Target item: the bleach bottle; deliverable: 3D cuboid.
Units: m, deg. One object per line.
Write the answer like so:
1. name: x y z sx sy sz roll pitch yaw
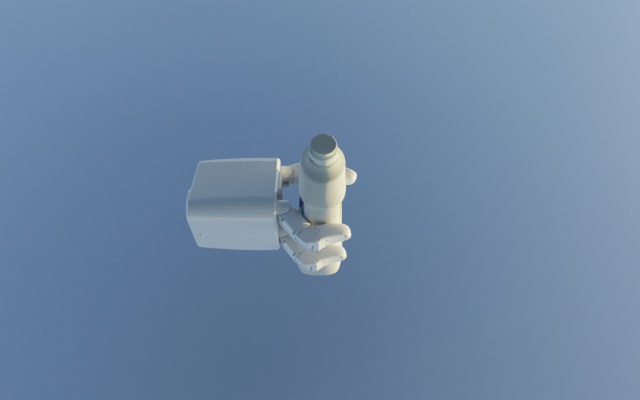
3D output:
1. bleach bottle: 0.000 0.002 0.608 0.068 0.102 0.251 -1 -33 -2
